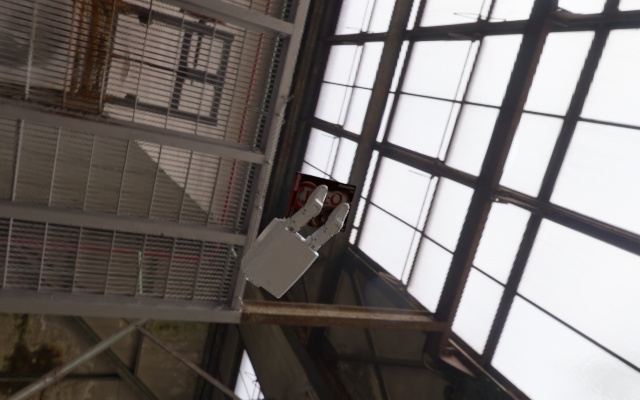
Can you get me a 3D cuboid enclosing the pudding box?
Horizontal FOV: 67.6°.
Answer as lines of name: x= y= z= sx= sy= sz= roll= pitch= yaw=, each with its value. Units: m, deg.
pudding box: x=0.000 y=0.003 z=0.865 sx=0.113 sy=0.090 sz=0.039 roll=11 pitch=7 yaw=-27
